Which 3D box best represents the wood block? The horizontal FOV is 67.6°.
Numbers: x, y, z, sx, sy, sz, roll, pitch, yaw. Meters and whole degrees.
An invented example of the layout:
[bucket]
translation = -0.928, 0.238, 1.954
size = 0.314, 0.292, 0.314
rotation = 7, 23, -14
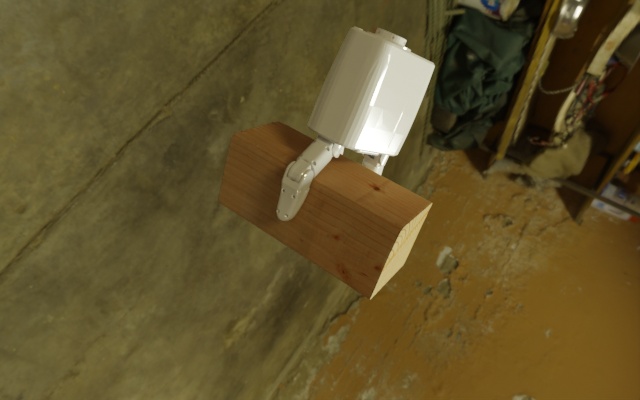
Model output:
[wood block]
translation = 0.000, 0.002, 0.522
size = 0.206, 0.090, 0.091
rotation = 30, 31, 21
